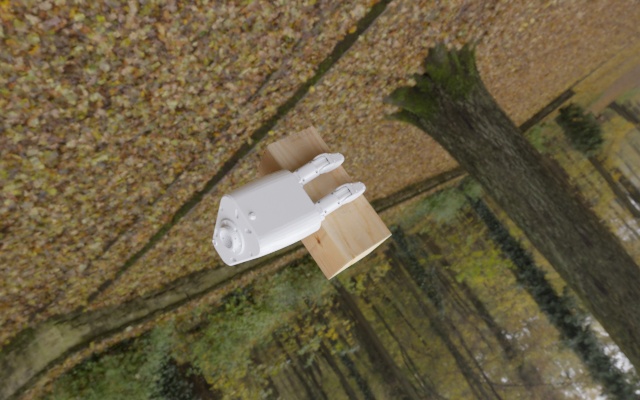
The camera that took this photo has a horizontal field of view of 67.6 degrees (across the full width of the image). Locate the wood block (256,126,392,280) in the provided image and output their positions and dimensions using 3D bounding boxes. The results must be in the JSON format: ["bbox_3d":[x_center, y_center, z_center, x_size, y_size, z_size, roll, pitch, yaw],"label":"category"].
[{"bbox_3d":[0.000,0.003,0.731,0.090,0.206,0.091,-29,-13,-30],"label":"wood block"}]
